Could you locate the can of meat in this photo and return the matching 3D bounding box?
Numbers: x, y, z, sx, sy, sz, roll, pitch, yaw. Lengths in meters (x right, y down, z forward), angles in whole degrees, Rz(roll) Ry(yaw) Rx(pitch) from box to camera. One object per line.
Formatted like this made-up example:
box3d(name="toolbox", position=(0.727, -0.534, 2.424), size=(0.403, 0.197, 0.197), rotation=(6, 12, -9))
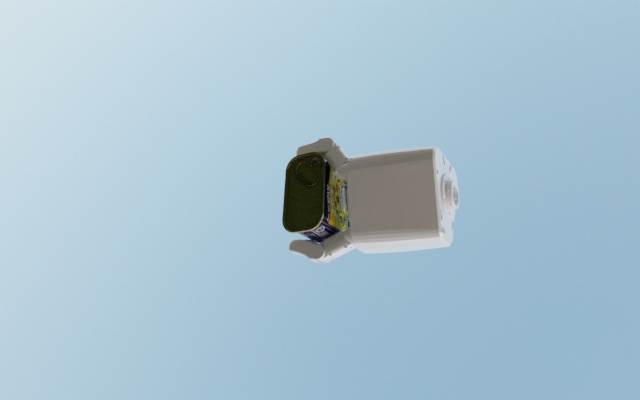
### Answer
box3d(name="can of meat", position=(0.000, 0.002, 0.608), size=(0.057, 0.102, 0.084), rotation=(-10, -24, 29))
